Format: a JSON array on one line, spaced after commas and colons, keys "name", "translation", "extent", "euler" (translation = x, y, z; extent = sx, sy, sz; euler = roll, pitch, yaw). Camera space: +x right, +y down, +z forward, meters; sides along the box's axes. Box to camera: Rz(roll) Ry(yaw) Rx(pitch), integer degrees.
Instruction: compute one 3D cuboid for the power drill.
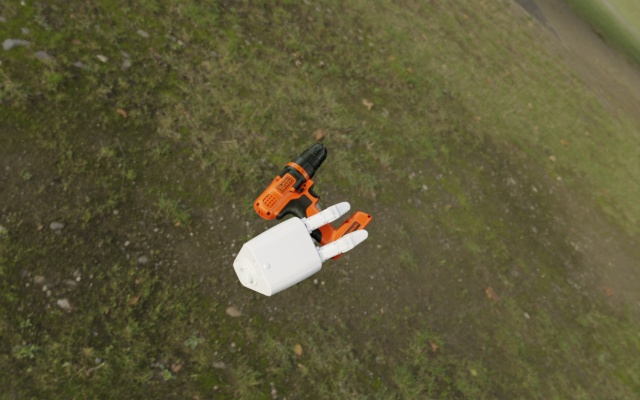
[{"name": "power drill", "translation": [0.000, 0.003, 0.883], "extent": [0.187, 0.184, 0.057], "euler": [39, -19, 7]}]
